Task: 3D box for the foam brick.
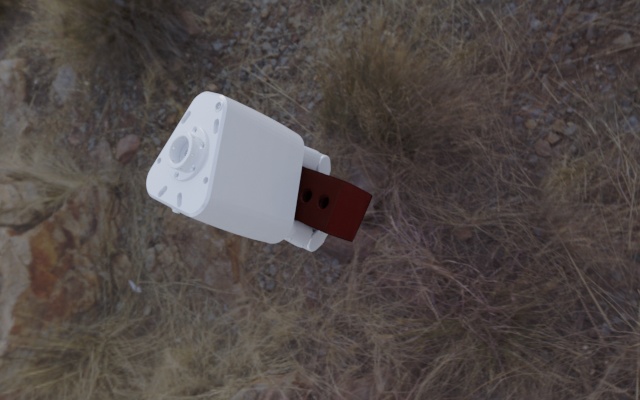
[{"bbox_3d":[0.000,0.002,0.476,0.078,0.053,0.051,20,-2,38],"label":"foam brick"}]
